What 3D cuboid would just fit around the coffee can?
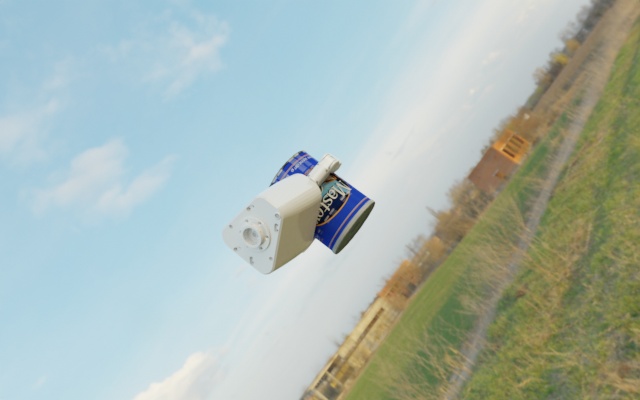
[{"bbox_3d":[0.000,0.002,0.752,0.140,0.103,0.103,37,9,12],"label":"coffee can"}]
